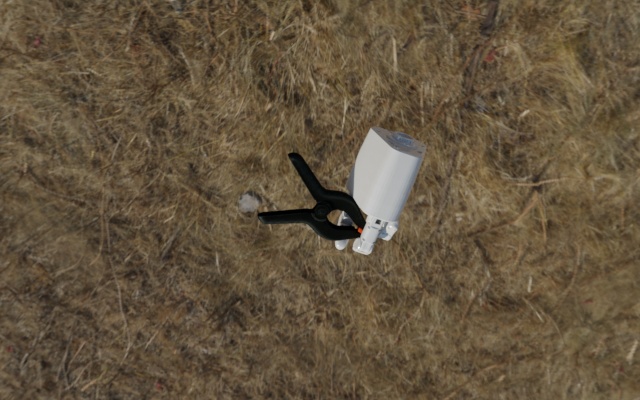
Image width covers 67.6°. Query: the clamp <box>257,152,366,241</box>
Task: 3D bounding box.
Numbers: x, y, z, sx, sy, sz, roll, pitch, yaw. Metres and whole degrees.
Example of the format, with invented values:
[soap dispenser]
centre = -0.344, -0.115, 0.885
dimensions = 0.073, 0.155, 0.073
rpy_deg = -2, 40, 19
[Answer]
[clamp]
centre = 0.000, 0.003, 0.728
dimensions = 0.171, 0.120, 0.039
rpy_deg = 17, 22, -7
